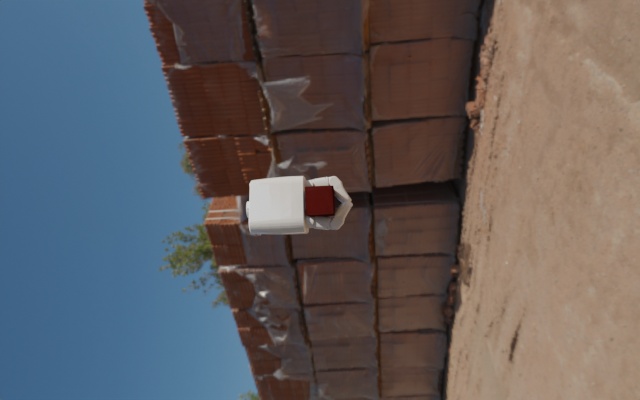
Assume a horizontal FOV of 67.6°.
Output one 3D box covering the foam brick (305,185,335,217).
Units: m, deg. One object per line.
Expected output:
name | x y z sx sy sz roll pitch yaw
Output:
foam brick | 0.000 0.003 0.873 0.051 0.053 0.078 -2 -5 3
